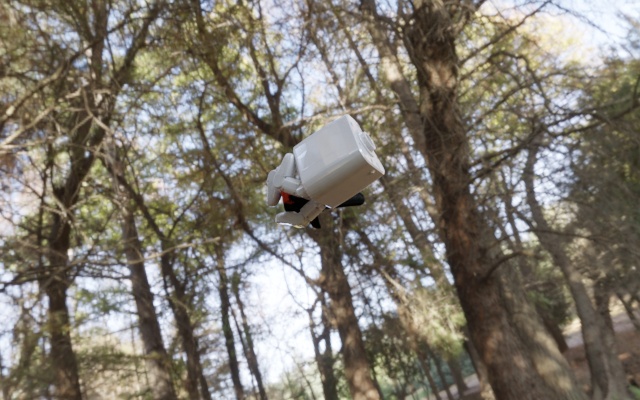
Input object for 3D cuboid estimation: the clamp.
[{"bbox_3d":[0.000,0.002,0.838,0.120,0.039,0.171,-32,-26,18],"label":"clamp"}]
